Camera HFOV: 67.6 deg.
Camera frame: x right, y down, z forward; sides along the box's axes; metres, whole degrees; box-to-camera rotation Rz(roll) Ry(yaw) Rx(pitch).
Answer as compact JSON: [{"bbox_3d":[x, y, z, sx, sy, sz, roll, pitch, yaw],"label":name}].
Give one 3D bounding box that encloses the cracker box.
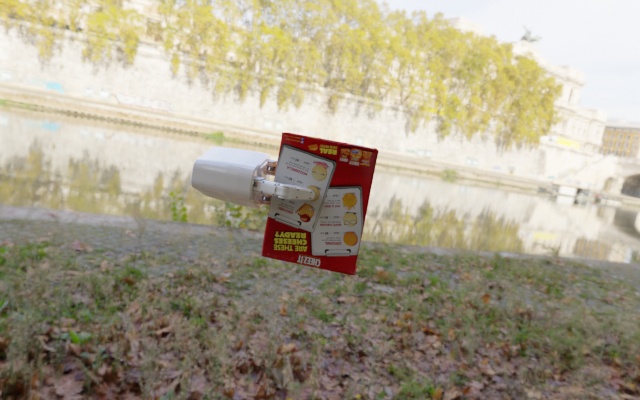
[{"bbox_3d":[0.000,0.003,0.816,0.164,0.214,0.072,11,7,7],"label":"cracker box"}]
